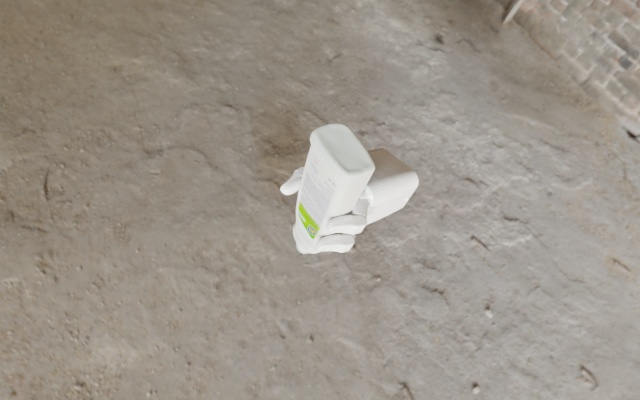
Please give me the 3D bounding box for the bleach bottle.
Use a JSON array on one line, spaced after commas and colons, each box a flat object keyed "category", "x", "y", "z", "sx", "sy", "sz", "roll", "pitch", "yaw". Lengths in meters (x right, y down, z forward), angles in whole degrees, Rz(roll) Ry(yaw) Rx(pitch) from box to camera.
[{"category": "bleach bottle", "x": 0.000, "y": 0.003, "z": 0.747, "sx": 0.068, "sy": 0.102, "sz": 0.251, "roll": -19, "pitch": -27, "yaw": -30}]
